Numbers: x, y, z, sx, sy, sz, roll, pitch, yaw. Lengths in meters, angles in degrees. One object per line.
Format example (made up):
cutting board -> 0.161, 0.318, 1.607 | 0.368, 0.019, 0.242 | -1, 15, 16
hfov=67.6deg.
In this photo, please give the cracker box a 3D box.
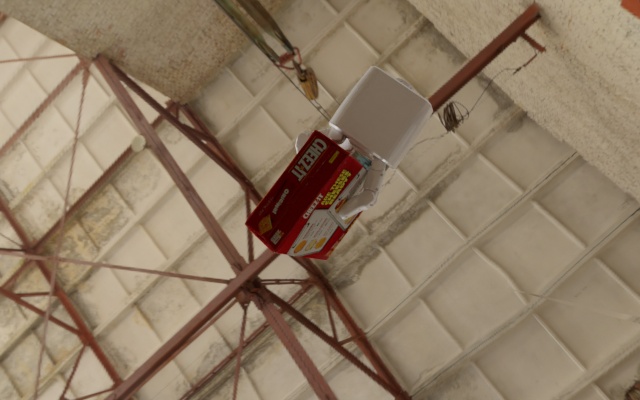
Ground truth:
cracker box -> 0.000, 0.002, 0.721 | 0.072, 0.164, 0.214 | 39, 5, 21
